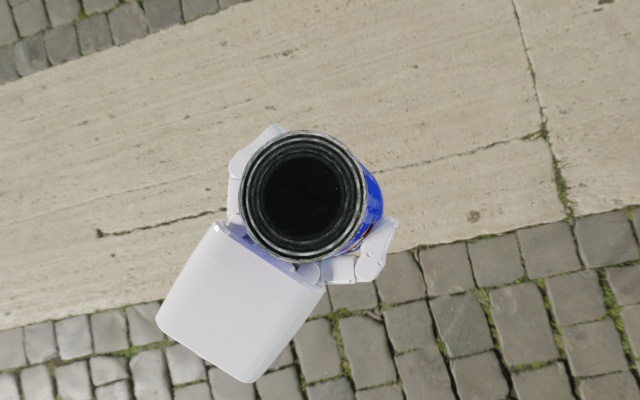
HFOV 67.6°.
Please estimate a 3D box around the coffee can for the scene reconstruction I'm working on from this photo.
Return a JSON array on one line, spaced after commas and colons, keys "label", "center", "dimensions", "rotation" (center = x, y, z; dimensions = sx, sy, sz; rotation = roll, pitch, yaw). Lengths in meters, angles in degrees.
[{"label": "coffee can", "center": [0.000, 0.001, 0.430], "dimensions": [0.103, 0.103, 0.140], "rotation": [0, -4, 13]}]
